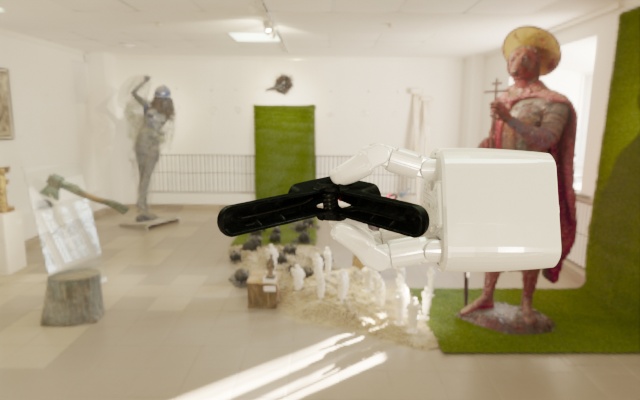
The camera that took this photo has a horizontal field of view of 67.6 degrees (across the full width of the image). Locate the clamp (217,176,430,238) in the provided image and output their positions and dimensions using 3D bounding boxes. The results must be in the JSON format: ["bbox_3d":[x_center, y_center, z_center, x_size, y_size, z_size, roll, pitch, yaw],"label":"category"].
[{"bbox_3d":[0.000,0.001,0.454,0.164,0.036,0.210,0,10,0],"label":"clamp"}]
